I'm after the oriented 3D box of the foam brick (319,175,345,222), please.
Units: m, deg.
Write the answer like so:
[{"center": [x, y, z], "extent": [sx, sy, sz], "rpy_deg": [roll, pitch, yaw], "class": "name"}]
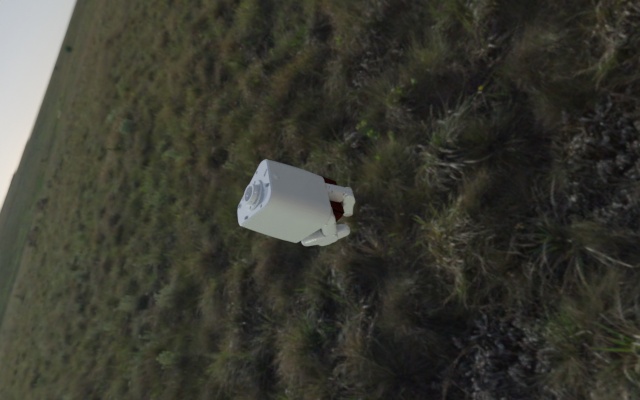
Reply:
[{"center": [0.000, 0.003, 0.819], "extent": [0.051, 0.078, 0.053], "rpy_deg": [17, -50, -30], "class": "foam brick"}]
